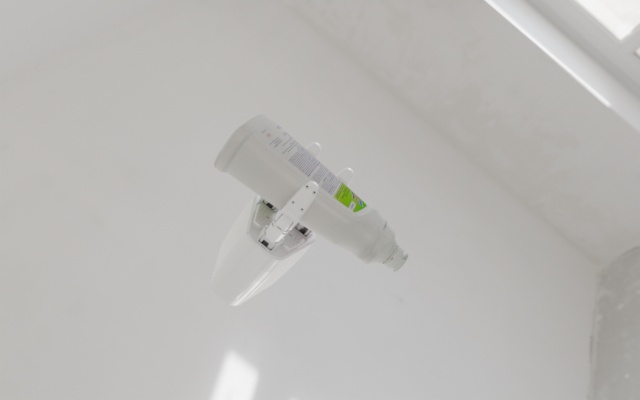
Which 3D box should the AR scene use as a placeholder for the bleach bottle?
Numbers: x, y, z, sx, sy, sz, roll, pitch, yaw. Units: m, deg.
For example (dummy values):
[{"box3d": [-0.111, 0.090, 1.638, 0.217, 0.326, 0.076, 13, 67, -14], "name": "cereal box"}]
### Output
[{"box3d": [0.000, 0.002, 0.576, 0.251, 0.068, 0.102, 39, 28, -3], "name": "bleach bottle"}]
